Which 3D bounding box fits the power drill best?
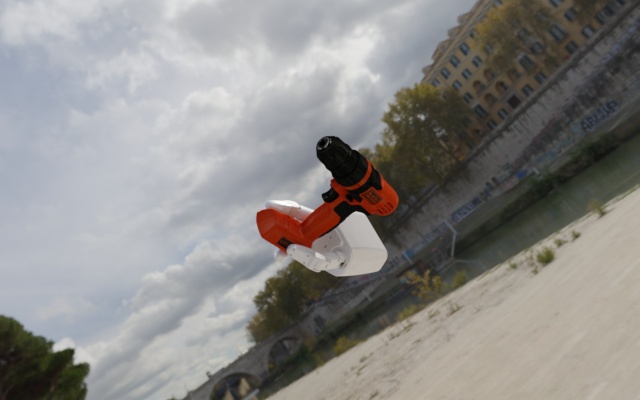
[{"bbox_3d":[0.000,0.003,0.693,0.188,0.057,0.184,-32,-44,19],"label":"power drill"}]
